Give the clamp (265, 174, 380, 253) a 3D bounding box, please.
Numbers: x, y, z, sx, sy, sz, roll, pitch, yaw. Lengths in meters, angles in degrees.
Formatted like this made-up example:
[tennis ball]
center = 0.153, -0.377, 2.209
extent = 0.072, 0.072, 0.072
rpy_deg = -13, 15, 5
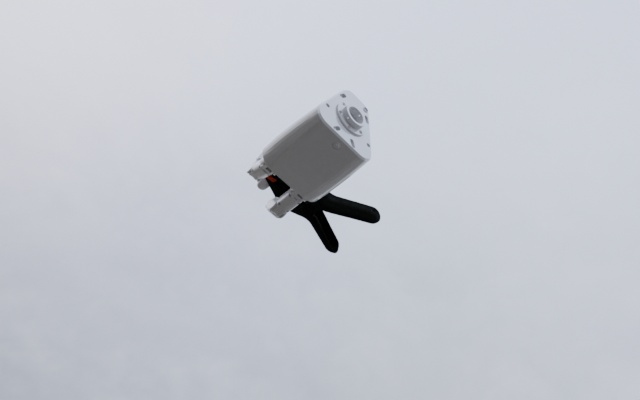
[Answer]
[clamp]
center = 0.000, 0.002, 0.688
extent = 0.120, 0.171, 0.039
rpy_deg = -34, 23, 36
